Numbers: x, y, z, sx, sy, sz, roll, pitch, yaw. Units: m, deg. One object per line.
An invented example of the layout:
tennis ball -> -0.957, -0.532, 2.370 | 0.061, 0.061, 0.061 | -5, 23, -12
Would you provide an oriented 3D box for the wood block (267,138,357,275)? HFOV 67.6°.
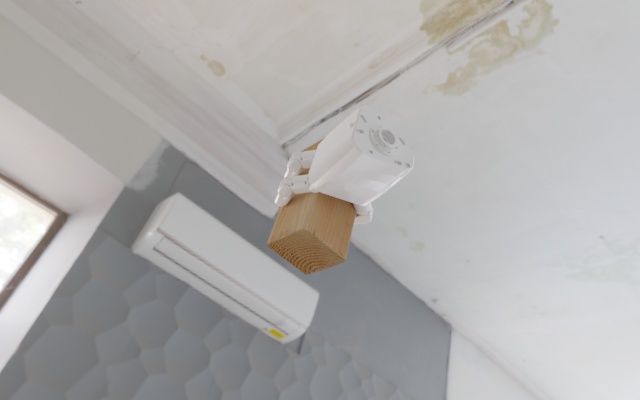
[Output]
wood block -> 0.001, 0.002, 0.771 | 0.090, 0.206, 0.091 | -26, -55, 40
